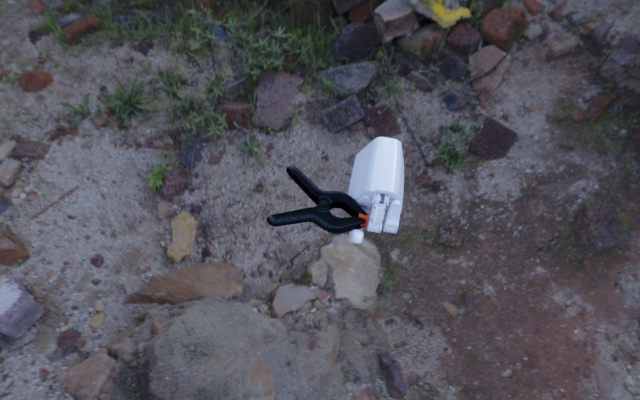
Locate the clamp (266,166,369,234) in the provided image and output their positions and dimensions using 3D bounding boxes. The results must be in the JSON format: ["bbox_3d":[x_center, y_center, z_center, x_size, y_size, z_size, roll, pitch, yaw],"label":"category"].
[{"bbox_3d":[0.000,0.003,0.830,0.171,0.120,0.039,11,-24,-4],"label":"clamp"}]
